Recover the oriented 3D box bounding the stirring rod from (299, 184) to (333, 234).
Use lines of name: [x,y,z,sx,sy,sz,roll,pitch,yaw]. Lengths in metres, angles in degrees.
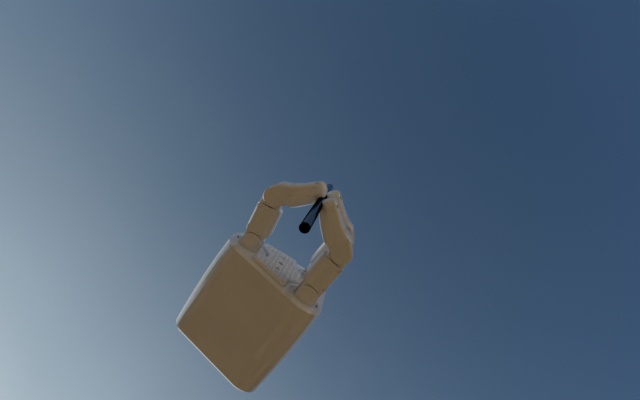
stirring rod: [0.000,0.001,0.440,0.011,0.011,0.239,0,8,5]
